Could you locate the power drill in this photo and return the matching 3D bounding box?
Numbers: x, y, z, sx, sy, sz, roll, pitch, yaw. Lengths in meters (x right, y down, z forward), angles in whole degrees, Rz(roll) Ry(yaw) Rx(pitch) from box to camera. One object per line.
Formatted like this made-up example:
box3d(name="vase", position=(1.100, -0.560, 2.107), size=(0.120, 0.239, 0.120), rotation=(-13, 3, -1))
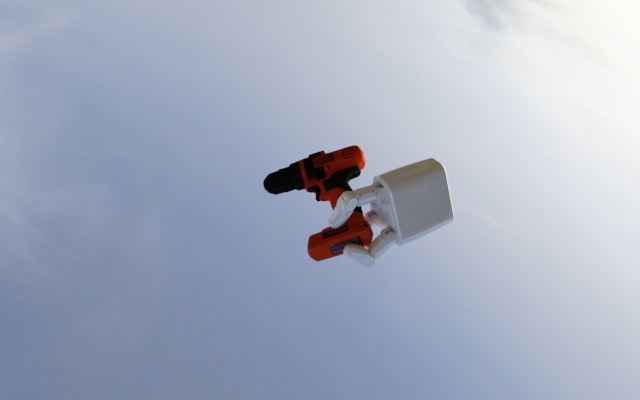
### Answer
box3d(name="power drill", position=(0.000, 0.003, 0.794), size=(0.184, 0.187, 0.057), rotation=(-18, -33, 8))
